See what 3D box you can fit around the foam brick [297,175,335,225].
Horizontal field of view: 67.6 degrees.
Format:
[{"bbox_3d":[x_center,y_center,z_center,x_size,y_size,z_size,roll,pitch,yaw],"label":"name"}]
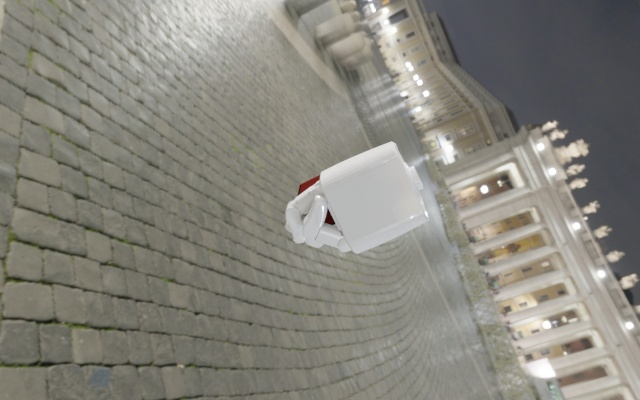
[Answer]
[{"bbox_3d":[0.000,0.002,0.693,0.051,0.053,0.078,-26,21,15],"label":"foam brick"}]
